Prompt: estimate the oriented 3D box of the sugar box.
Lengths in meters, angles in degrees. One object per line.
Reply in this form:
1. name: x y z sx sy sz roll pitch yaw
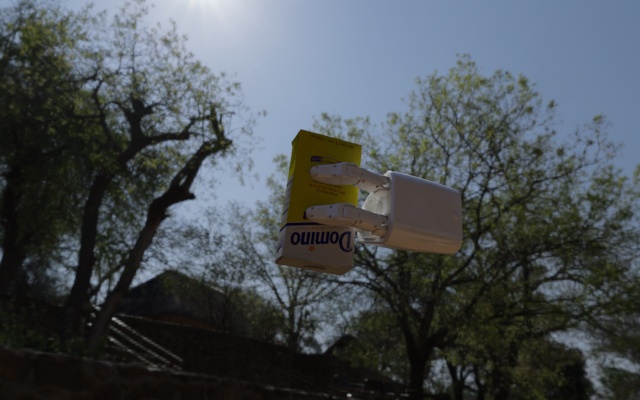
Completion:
1. sugar box: 0.000 0.002 0.621 0.093 0.176 0.048 12 -25 -15
